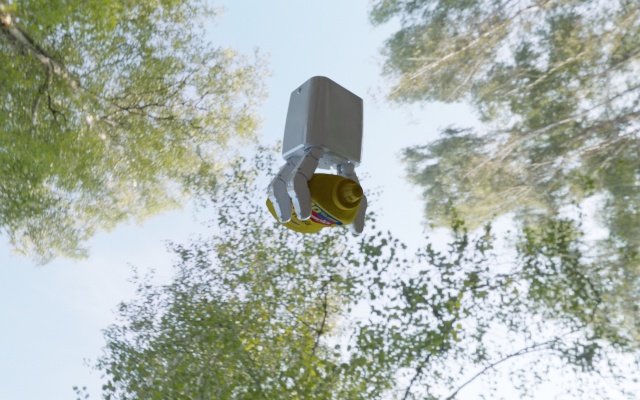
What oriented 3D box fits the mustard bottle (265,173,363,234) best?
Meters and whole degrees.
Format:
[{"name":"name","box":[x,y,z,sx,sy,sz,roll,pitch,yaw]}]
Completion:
[{"name":"mustard bottle","box":[0.000,0.003,0.686,0.096,0.058,0.191,37,-26,-20]}]
